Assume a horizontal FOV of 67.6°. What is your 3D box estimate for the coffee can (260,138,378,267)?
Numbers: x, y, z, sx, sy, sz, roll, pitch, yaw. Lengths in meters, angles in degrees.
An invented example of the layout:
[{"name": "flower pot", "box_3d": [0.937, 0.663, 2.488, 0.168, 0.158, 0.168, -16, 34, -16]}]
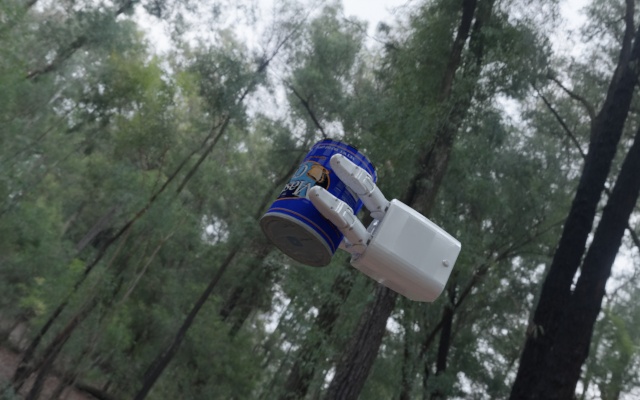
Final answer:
[{"name": "coffee can", "box_3d": [0.000, 0.002, 0.633, 0.103, 0.140, 0.103, 24, -30, 15]}]
